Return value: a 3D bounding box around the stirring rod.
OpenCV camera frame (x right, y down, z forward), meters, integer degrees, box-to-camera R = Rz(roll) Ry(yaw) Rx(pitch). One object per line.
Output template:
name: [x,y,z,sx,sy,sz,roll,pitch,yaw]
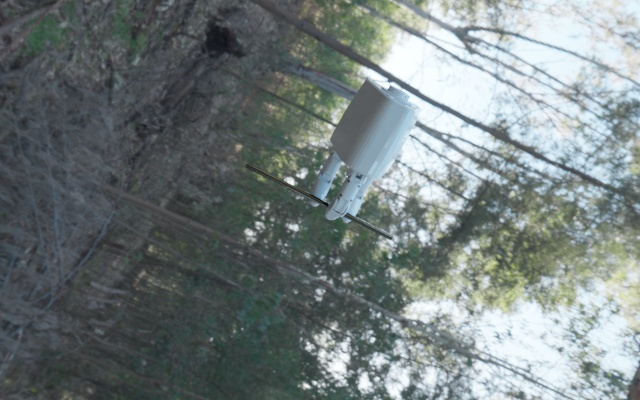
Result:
stirring rod: [0.000,0.002,0.698,0.239,0.011,0.011,27,-4,-8]
